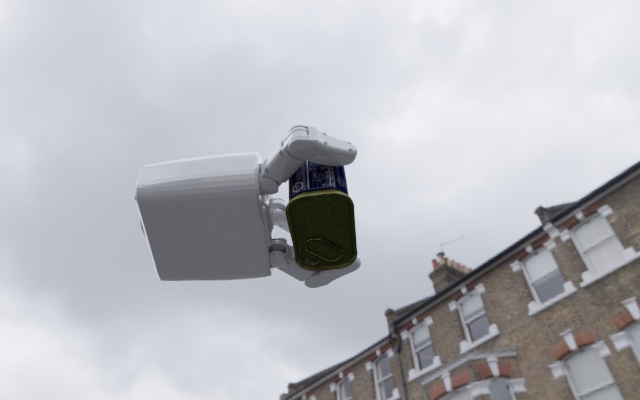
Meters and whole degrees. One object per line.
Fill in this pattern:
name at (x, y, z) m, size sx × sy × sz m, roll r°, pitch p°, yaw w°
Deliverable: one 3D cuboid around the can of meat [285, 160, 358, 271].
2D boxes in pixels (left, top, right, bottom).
can of meat at (0.000, 0.001, 0.445) m, size 0.057 × 0.083 × 0.102 m, roll -7°, pitch -45°, yaw 2°
